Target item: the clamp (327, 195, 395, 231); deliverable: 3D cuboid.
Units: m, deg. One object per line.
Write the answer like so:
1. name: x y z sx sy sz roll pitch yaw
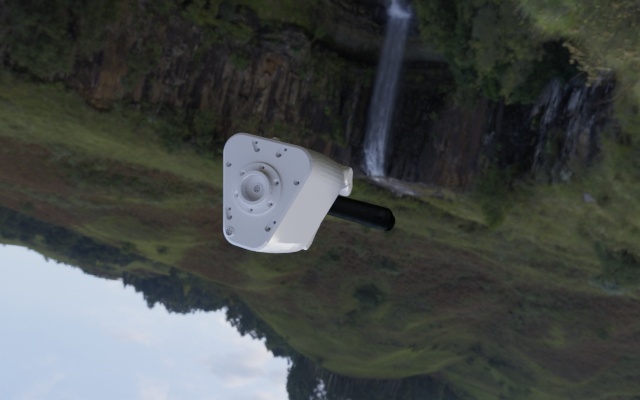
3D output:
1. clamp: -0.001 0.003 0.605 0.210 0.036 0.164 16 -2 17
